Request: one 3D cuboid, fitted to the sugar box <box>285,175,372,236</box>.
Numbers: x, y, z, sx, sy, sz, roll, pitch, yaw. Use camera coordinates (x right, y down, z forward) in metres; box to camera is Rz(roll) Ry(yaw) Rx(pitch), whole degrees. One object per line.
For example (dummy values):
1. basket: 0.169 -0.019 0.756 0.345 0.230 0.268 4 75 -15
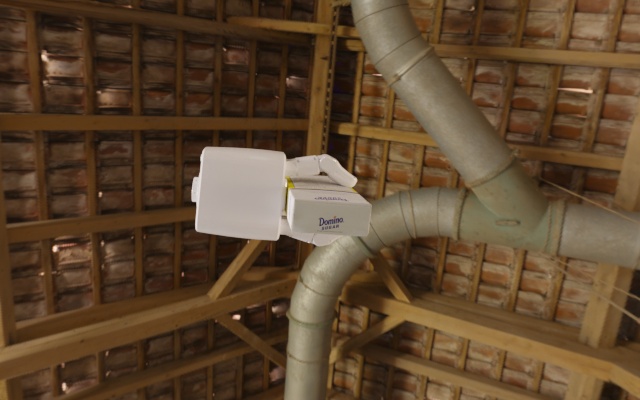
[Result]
1. sugar box: 0.000 0.003 0.627 0.093 0.048 0.176 4 14 -9
